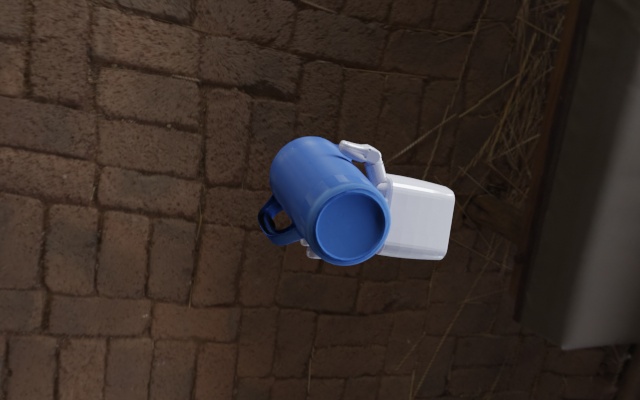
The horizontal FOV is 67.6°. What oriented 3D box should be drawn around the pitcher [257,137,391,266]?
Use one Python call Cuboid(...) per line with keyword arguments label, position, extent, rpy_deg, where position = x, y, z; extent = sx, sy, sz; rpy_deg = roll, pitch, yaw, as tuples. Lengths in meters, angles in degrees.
Cuboid(label="pitcher", position=(0.000, 0.002, 0.675), extent=(0.145, 0.149, 0.242), rpy_deg=(8, 15, -16))
